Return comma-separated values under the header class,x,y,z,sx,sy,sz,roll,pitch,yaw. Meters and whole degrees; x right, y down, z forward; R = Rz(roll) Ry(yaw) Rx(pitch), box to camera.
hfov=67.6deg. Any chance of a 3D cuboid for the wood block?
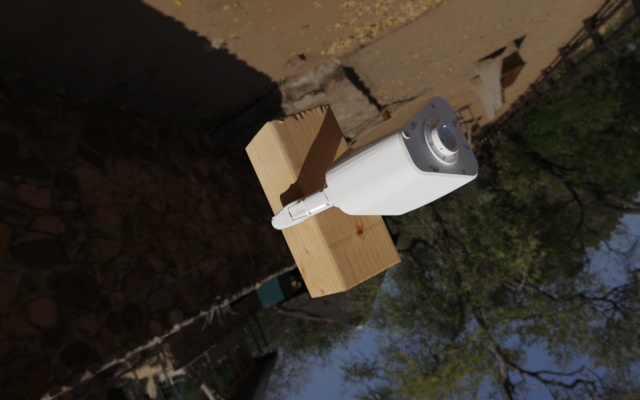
class,x,y,z,sx,sy,sz,roll,pitch,yaw
wood block,0.000,0.002,0.581,0.091,0.206,0.090,-22,-5,-30
